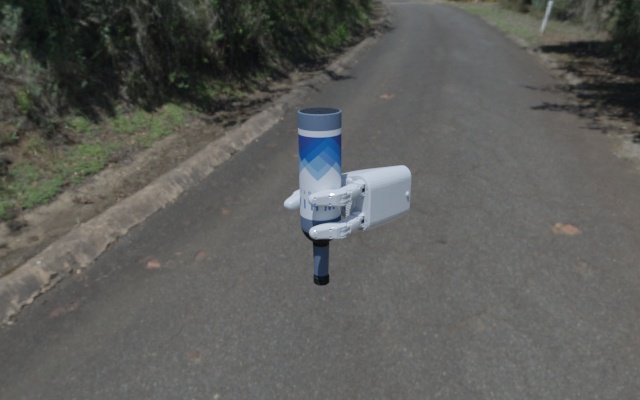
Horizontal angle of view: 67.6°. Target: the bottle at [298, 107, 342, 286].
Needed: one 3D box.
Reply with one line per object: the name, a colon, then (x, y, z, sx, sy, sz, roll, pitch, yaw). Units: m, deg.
bottle: (0.000, 0.002, 0.773, 0.069, 0.296, 0.069, -1, 20, 0)
